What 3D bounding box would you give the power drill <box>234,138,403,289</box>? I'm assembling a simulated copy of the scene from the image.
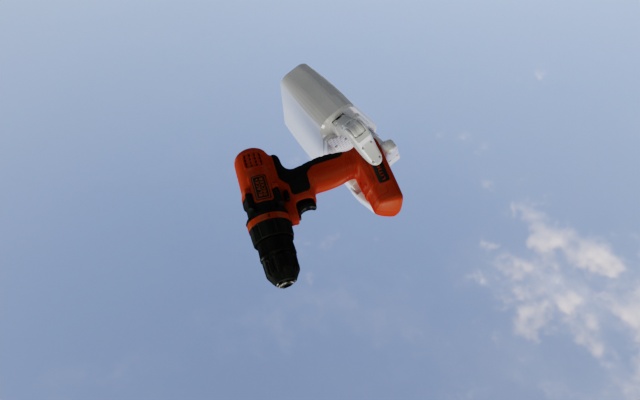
[{"bbox_3d":[0.000,0.002,0.581,0.187,0.184,0.057,-13,-26,-13],"label":"power drill"}]
